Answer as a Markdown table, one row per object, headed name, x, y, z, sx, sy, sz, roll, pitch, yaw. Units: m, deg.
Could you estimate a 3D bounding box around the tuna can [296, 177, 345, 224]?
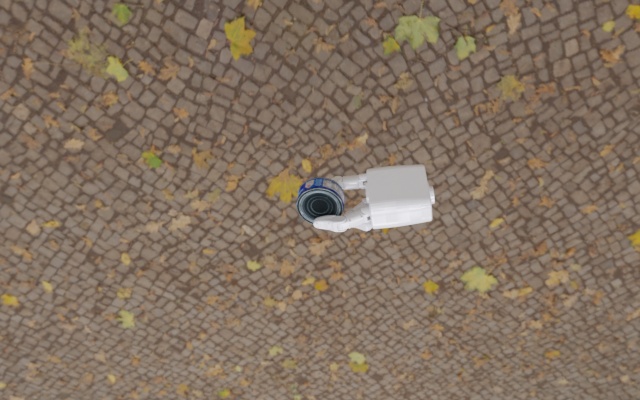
| name | x | y | z | sx | sy | sz | roll | pitch | yaw |
| --- | --- | --- | --- | --- | --- | --- | --- | --- | --- |
| tuna can | 0.000 | 0.003 | 0.848 | 0.086 | 0.086 | 0.033 | 0 | 37 | 7 |
